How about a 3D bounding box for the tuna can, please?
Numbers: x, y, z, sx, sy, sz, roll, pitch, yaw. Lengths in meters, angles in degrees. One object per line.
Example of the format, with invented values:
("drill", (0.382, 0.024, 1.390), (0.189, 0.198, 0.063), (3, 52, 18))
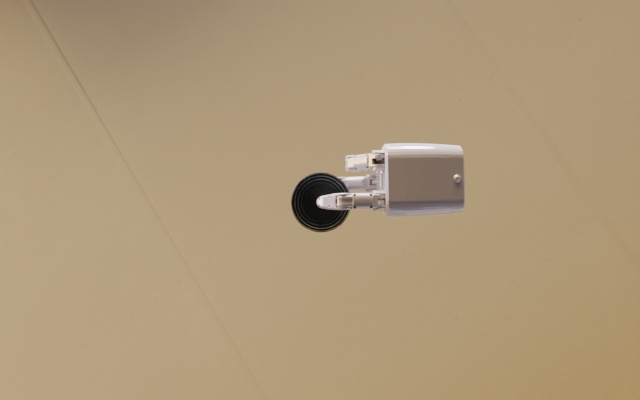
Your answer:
("tuna can", (0.000, 0.002, 0.695), (0.086, 0.086, 0.034), (0, 2, -3))
